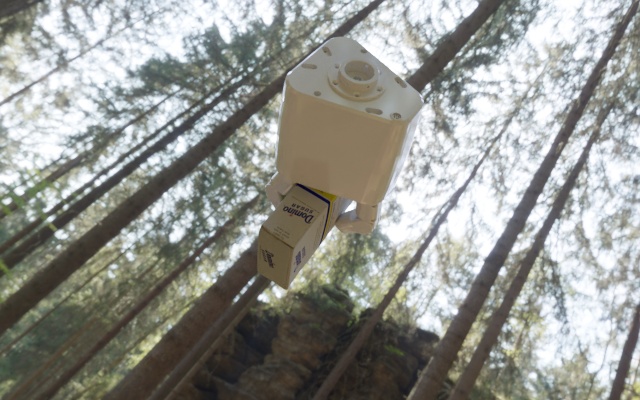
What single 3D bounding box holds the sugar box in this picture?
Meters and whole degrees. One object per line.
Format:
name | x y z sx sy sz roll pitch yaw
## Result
sugar box | 0.000 0.001 0.509 0.048 0.176 0.093 33 -34 14
